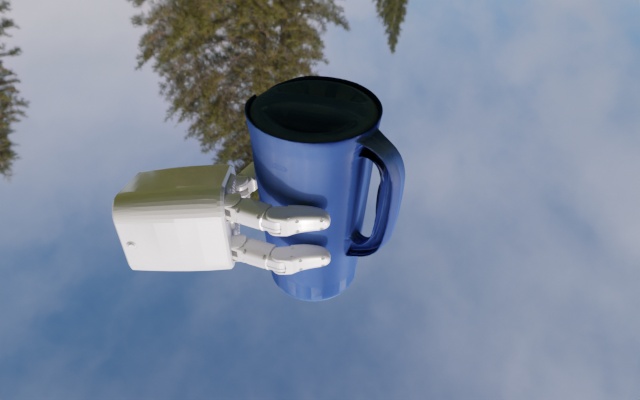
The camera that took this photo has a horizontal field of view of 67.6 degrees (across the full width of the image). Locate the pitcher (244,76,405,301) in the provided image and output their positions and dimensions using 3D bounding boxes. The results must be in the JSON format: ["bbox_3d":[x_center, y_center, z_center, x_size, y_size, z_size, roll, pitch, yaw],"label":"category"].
[{"bbox_3d":[0.000,0.002,0.525,0.145,0.243,0.149,-3,40,-4],"label":"pitcher"}]
